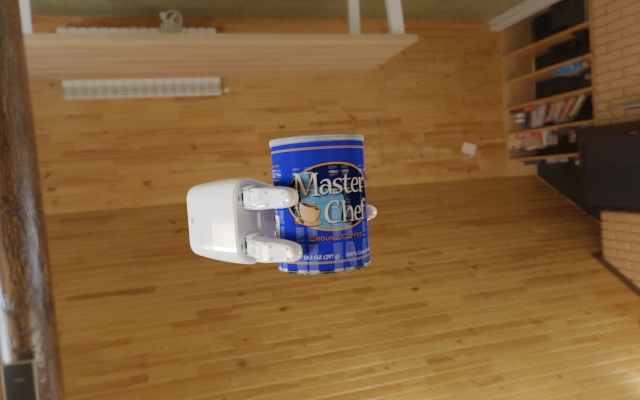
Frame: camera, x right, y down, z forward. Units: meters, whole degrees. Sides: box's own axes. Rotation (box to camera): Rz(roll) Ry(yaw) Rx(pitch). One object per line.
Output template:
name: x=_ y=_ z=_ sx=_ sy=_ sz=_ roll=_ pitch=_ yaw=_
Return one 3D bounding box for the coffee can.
coffee can: x=0.000 y=0.002 z=0.524 sx=0.103 sy=0.140 sz=0.103 roll=-4 pitch=3 yaw=0
